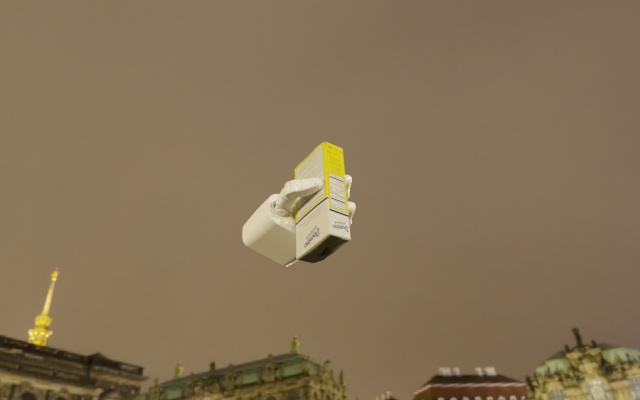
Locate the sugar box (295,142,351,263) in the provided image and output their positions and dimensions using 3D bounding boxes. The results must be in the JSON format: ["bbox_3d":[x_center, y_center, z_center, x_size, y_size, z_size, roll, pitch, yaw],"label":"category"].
[{"bbox_3d":[0.000,0.003,0.759,0.048,0.176,0.093,17,-38,-30],"label":"sugar box"}]
